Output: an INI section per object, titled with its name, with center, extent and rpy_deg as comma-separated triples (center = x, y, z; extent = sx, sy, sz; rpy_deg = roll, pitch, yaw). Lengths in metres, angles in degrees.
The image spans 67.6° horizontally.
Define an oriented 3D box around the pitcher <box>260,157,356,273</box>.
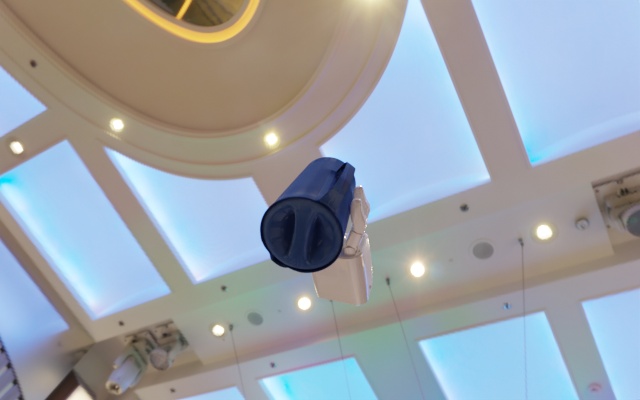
[pitcher]
center = 0.000, 0.003, 0.833
extent = 0.149, 0.145, 0.242
rpy_deg = -4, 23, 15
